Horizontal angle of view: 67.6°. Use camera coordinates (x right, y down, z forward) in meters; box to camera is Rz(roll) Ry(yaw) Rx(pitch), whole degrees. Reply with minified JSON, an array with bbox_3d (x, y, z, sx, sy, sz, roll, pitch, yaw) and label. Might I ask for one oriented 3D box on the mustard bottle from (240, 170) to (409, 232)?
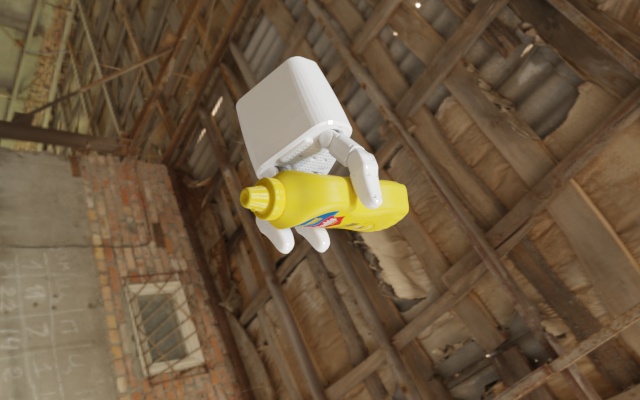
[{"bbox_3d":[0.000,0.002,0.505,0.191,0.058,0.096,5,-13,-43],"label":"mustard bottle"}]
